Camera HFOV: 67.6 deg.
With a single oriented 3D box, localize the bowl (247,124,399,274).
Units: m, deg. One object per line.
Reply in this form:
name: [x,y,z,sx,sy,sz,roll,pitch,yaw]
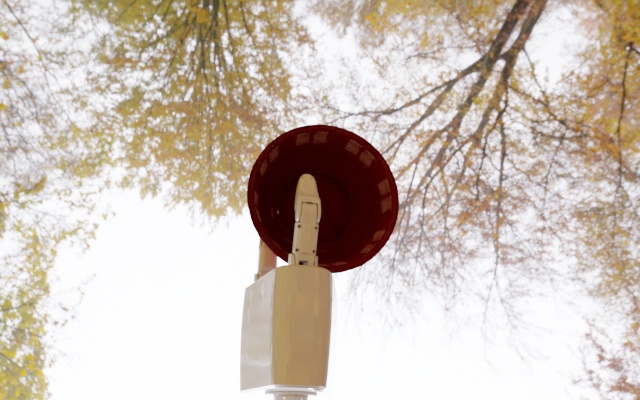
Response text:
bowl: [0.000,0.001,0.520,0.162,0.162,0.055,0,-14,-12]
